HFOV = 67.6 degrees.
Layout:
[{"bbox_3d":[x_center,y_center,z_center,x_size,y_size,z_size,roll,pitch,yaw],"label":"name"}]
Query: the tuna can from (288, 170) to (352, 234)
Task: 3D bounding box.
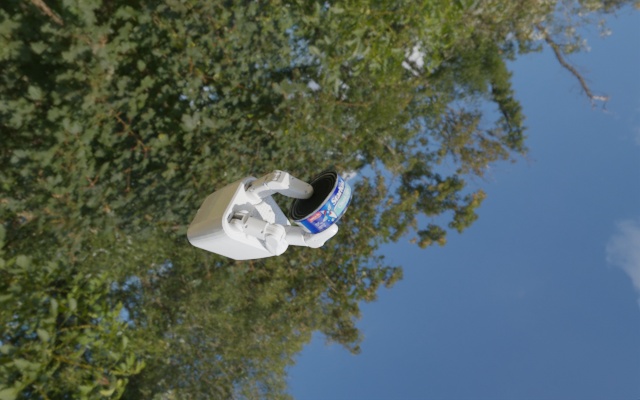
[{"bbox_3d":[0.001,0.002,0.628,0.034,0.086,0.086,43,-21,-24],"label":"tuna can"}]
